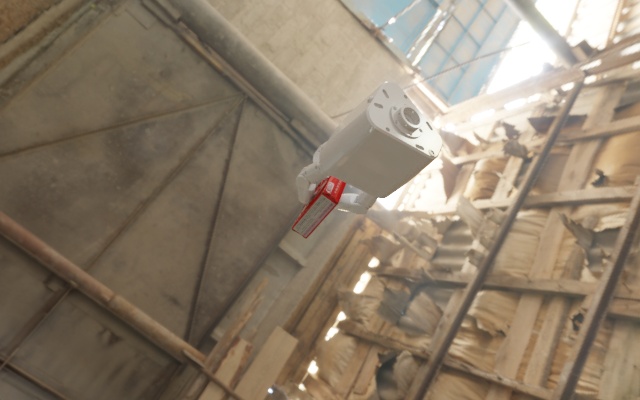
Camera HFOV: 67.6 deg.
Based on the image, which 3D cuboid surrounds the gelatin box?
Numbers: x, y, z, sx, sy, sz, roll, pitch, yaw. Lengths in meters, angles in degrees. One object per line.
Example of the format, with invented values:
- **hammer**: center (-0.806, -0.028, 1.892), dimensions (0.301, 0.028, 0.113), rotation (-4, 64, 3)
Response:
- **gelatin box**: center (0.000, 0.003, 0.692), dimensions (0.030, 0.089, 0.073), rotation (35, 37, -6)
